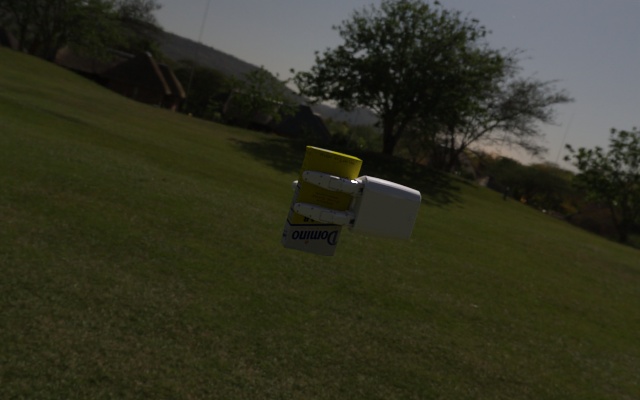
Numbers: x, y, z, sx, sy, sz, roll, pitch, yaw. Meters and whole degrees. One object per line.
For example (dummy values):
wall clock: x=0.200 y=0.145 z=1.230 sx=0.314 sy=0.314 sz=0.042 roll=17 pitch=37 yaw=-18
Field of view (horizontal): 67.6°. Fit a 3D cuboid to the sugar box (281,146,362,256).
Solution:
sugar box: x=0.000 y=0.003 z=0.815 sx=0.093 sy=0.176 sz=0.048 roll=12 pitch=8 yaw=-17
